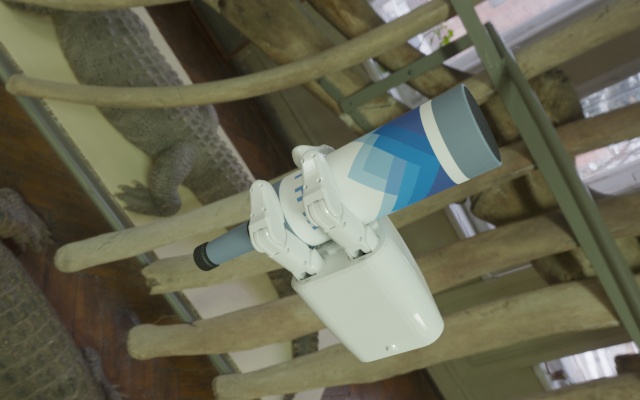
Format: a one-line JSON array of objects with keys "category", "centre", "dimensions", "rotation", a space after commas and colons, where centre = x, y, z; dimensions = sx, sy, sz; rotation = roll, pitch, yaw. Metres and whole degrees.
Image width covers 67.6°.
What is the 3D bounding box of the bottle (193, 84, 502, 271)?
[{"category": "bottle", "centre": [0.000, 0.001, 0.414], "dimensions": [0.296, 0.069, 0.069], "rotation": [-26, -12, 27]}]
